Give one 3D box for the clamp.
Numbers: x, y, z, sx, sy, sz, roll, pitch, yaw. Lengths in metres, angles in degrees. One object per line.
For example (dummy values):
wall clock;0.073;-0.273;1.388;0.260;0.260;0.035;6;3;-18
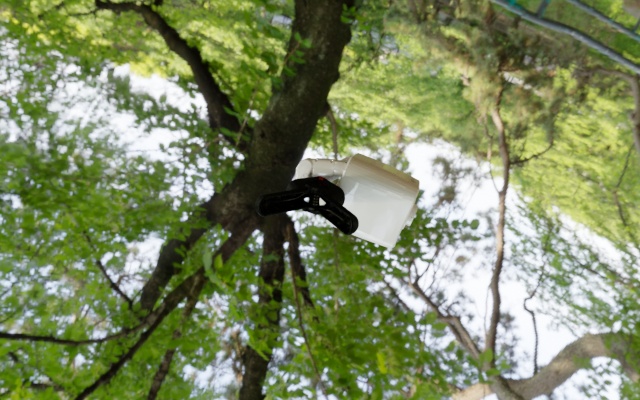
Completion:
clamp;0.000;0.002;0.610;0.120;0.039;0.171;21;19;9
